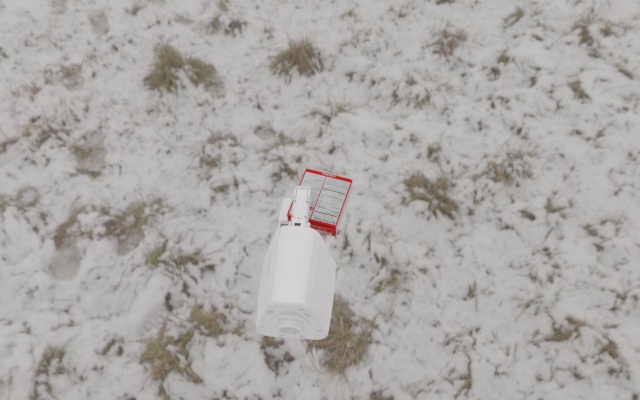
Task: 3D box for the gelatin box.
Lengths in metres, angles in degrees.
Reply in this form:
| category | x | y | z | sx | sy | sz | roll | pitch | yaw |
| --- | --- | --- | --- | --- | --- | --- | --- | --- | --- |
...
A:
| category | x | y | z | sx | sy | sz | roll | pitch | yaw |
| --- | --- | --- | --- | --- | --- | --- | --- | --- | --- |
| gelatin box | 0.000 | 0.002 | 0.690 | 0.073 | 0.089 | 0.030 | 14 | -32 | 11 |
